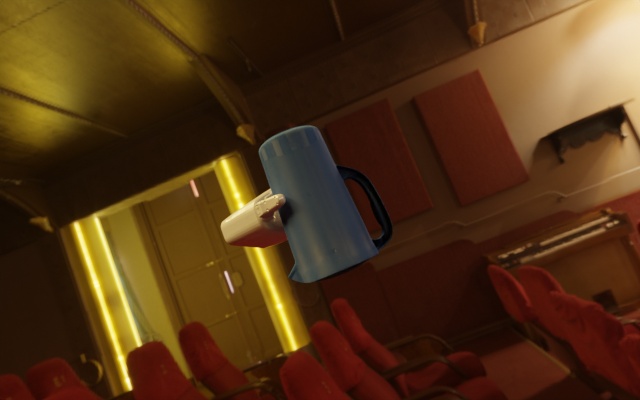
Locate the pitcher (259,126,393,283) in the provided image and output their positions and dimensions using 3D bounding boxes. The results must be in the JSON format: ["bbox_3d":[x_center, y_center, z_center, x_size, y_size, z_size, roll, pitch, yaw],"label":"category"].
[{"bbox_3d":[0.000,0.003,0.782,0.145,0.243,0.149,-27,-9,39],"label":"pitcher"}]
